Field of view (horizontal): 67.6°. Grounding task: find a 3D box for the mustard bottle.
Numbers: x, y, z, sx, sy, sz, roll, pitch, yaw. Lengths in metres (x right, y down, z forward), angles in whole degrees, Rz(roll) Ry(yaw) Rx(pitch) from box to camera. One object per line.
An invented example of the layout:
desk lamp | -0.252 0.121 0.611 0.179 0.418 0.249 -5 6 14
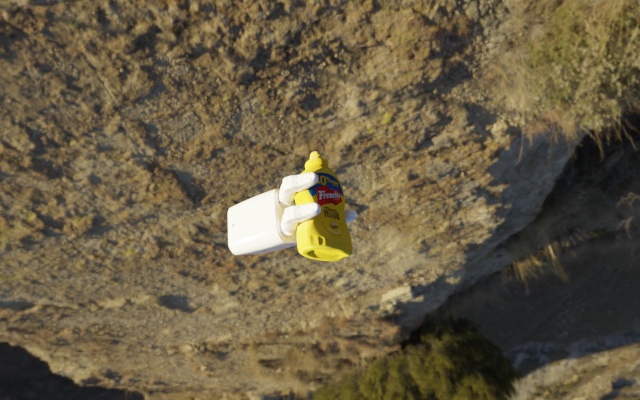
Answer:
mustard bottle | 0.000 0.003 0.809 0.096 0.191 0.058 14 -33 -35
